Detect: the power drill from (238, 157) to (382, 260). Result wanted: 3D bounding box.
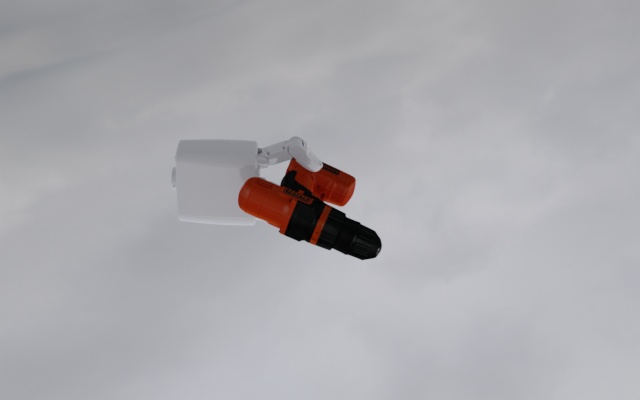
[{"bbox_3d":[0.000,0.002,0.642,0.184,0.057,0.187,25,19,2],"label":"power drill"}]
